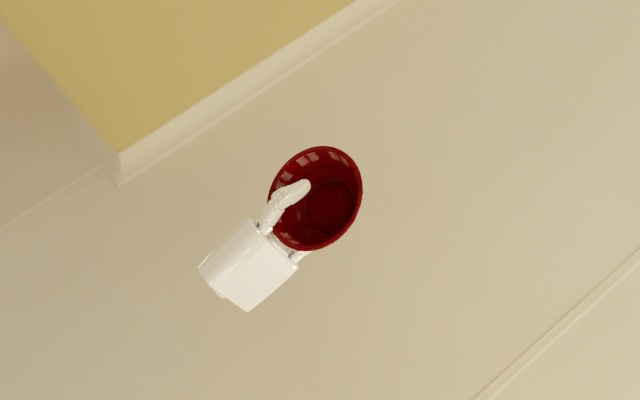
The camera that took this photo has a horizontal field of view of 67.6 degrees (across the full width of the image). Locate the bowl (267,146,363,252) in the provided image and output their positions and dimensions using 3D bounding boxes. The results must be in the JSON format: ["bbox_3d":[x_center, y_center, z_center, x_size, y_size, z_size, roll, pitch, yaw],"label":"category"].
[{"bbox_3d":[0.001,0.002,0.715,0.162,0.162,0.055,0,-17,31],"label":"bowl"}]
